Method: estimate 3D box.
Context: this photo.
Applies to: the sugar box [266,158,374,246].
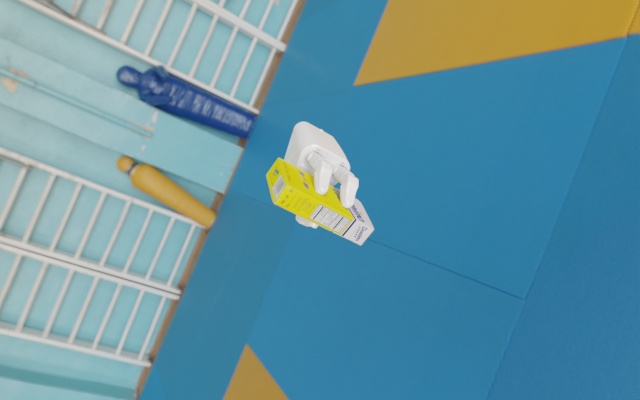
[{"bbox_3d":[0.000,0.002,0.781,0.176,0.048,0.093,24,24,-27],"label":"sugar box"}]
